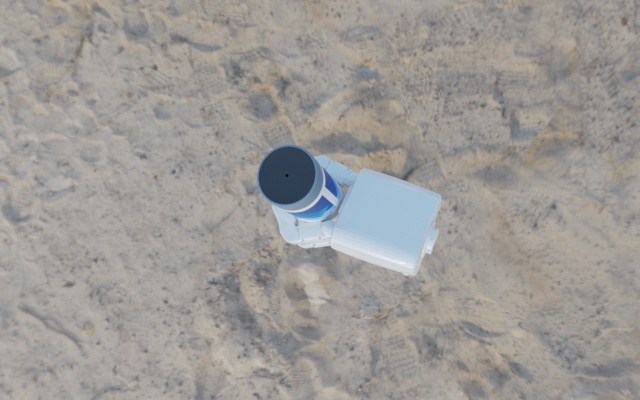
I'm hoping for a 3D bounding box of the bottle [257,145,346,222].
[{"bbox_3d":[0.000,0.002,0.632,0.069,0.069,0.296,0,-11,14],"label":"bottle"}]
